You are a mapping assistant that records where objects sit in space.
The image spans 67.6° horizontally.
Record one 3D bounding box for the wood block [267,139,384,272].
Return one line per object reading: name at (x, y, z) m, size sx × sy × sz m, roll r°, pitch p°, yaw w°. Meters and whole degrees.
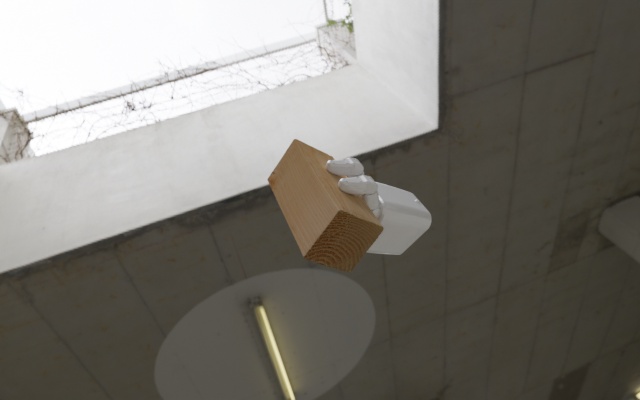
wood block at (0.000, 0.003, 0.742) m, size 0.090 × 0.091 × 0.206 m, roll 22°, pitch 23°, yaw -34°
